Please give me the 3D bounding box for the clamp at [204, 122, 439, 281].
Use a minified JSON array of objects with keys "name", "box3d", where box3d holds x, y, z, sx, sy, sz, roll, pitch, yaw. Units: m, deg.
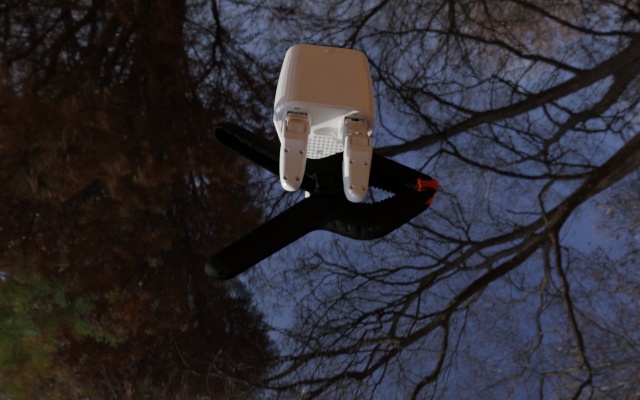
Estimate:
[{"name":"clamp","box3d":[0.001,0.002,0.419,0.210,0.164,0.036,5,-38,-4]}]
